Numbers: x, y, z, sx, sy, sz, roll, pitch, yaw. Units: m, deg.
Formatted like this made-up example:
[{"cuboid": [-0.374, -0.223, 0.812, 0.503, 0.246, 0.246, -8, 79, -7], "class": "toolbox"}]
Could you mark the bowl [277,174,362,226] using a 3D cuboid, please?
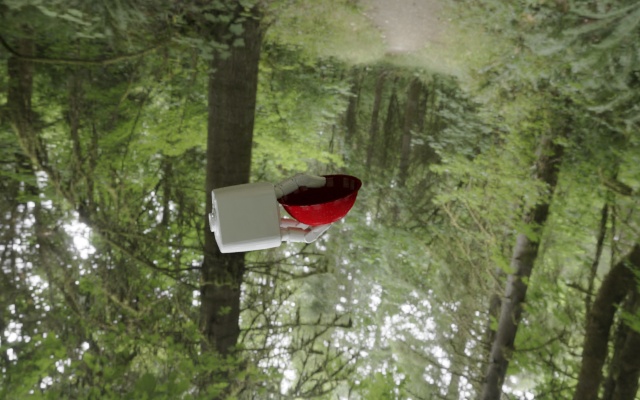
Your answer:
[{"cuboid": [0.002, 0.003, 0.883, 0.162, 0.055, 0.162, -10, 20, 3], "class": "bowl"}]
